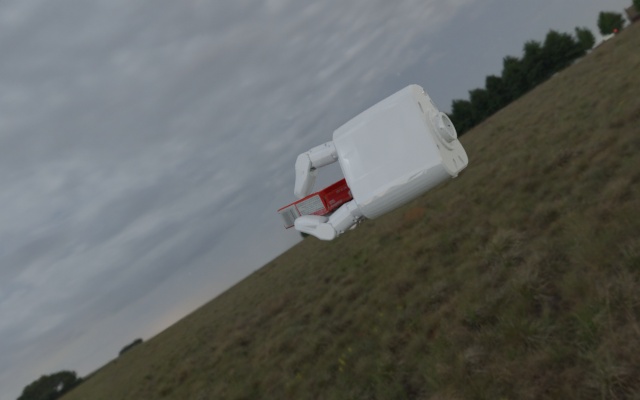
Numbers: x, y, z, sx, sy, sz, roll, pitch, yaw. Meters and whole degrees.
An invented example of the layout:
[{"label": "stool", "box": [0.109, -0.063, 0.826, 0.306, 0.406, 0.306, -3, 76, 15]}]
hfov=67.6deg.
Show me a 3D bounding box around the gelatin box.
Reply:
[{"label": "gelatin box", "box": [0.000, 0.002, 0.612, 0.089, 0.030, 0.073, -23, 3, 45]}]
